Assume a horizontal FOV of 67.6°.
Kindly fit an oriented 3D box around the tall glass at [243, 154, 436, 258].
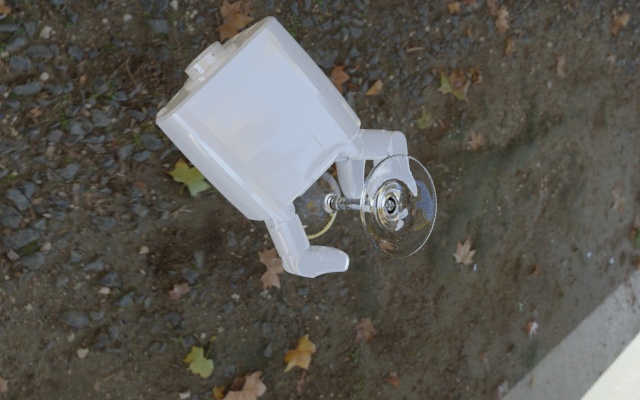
[{"bbox_3d":[0.001,0.002,0.421,0.079,0.079,0.201,0,1,-35],"label":"tall glass"}]
